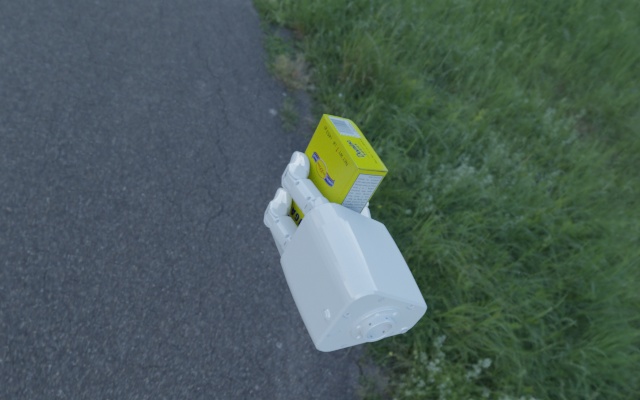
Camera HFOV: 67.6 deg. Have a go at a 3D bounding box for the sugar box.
[{"bbox_3d":[0.000,0.002,0.540,0.048,0.176,0.093,5,40,-34],"label":"sugar box"}]
